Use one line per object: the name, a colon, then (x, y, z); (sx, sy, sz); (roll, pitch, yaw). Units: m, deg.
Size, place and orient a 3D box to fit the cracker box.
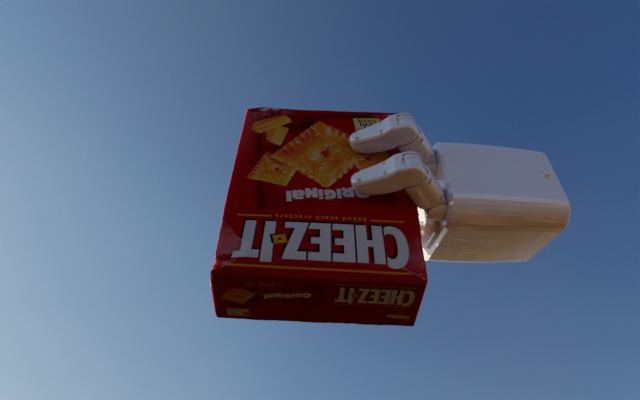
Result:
cracker box: (0.000, 0.001, 0.439); (0.164, 0.072, 0.213); (2, 45, -1)
